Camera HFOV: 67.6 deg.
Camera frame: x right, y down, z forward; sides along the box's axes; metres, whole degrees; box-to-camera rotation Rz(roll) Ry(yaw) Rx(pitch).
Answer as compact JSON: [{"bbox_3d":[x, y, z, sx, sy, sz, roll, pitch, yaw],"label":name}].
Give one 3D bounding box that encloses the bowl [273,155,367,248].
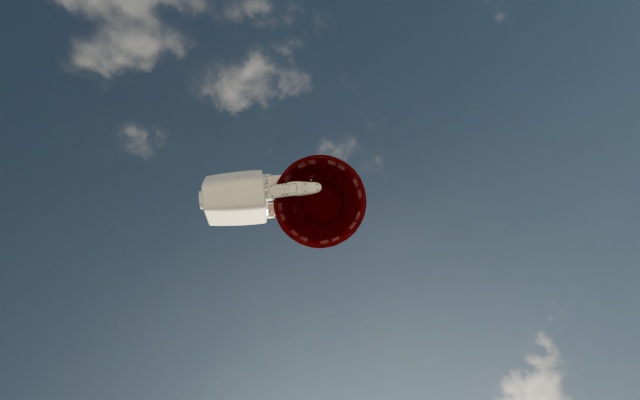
[{"bbox_3d":[0.001,0.003,0.845,0.162,0.162,0.055,0,-4,5],"label":"bowl"}]
